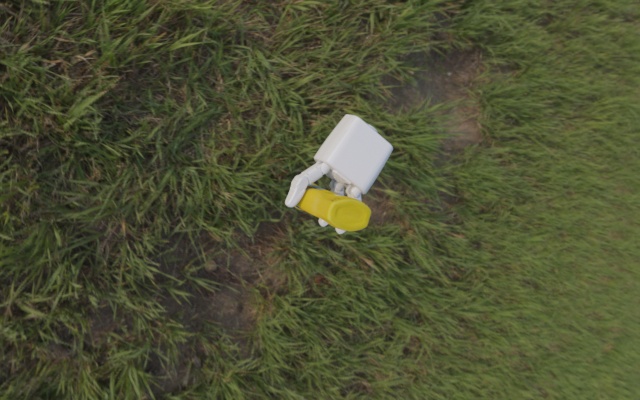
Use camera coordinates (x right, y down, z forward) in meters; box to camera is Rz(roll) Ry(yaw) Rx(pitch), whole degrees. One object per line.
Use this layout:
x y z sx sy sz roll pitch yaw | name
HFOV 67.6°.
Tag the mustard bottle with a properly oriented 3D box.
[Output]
0.000 0.003 0.887 0.096 0.058 0.191 10 8 -36 | mustard bottle
